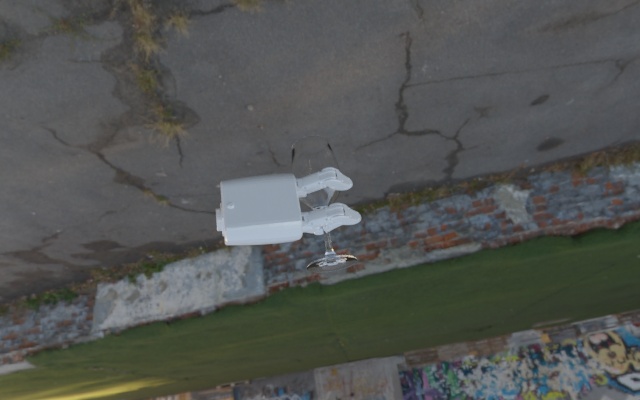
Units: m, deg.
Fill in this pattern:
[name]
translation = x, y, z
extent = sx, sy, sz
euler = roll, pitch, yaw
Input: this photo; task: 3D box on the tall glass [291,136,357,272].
[tall glass]
translation = 0.000, 0.003, 0.727
extent = 0.079, 0.201, 0.079
euler = -8, -23, -4
